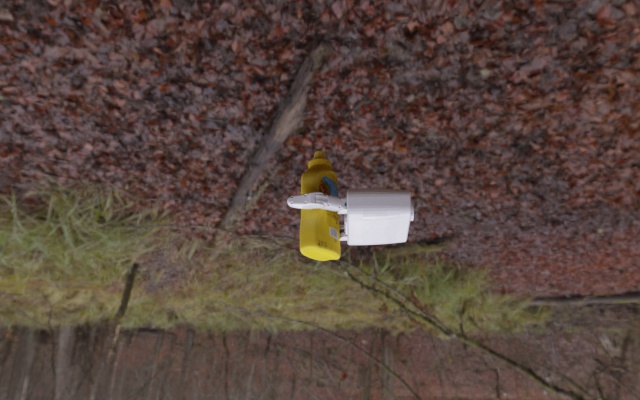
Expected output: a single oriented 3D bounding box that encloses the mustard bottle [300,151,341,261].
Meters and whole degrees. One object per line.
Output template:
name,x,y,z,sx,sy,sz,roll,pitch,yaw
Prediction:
mustard bottle,0.000,0.003,0.832,0.058,0.191,0.096,-10,-22,26
